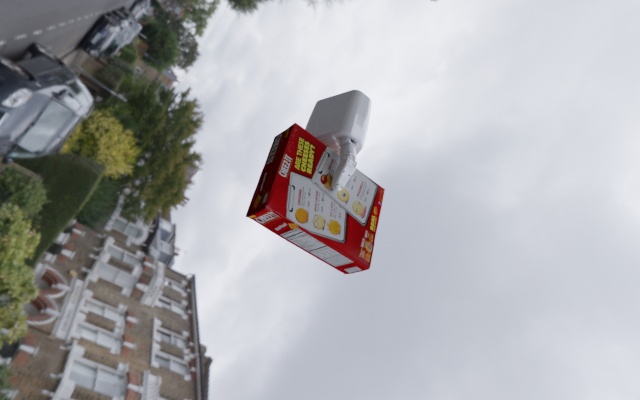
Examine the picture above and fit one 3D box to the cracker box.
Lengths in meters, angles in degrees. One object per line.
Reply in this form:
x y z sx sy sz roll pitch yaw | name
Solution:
0.000 0.003 0.788 0.214 0.164 0.072 33 -35 -27 | cracker box
